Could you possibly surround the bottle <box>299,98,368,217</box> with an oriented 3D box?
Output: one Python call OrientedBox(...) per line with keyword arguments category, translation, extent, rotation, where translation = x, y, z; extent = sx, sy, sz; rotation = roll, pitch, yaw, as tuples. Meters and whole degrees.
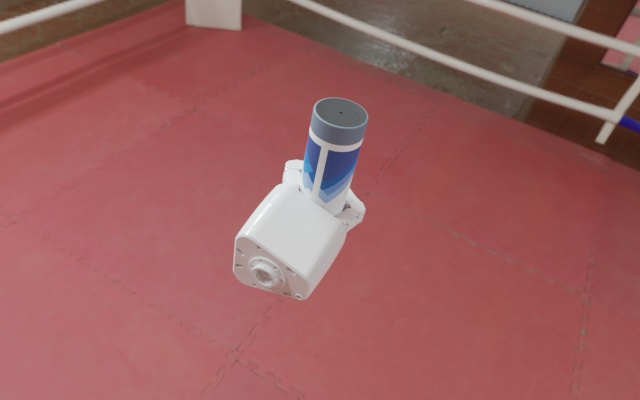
OrientedBox(category="bottle", translation=(0.000, 0.002, 0.663), extent=(0.069, 0.296, 0.069), rotation=(7, 42, -6))
